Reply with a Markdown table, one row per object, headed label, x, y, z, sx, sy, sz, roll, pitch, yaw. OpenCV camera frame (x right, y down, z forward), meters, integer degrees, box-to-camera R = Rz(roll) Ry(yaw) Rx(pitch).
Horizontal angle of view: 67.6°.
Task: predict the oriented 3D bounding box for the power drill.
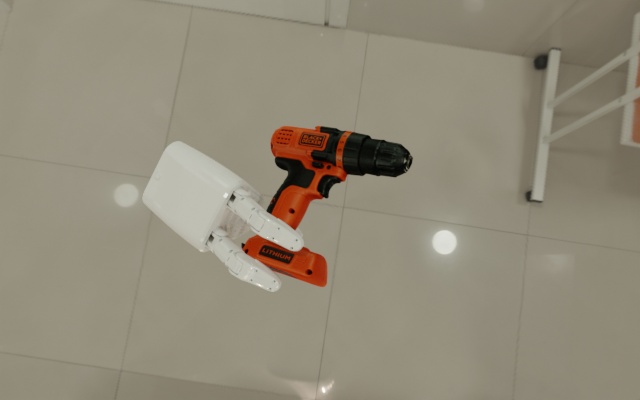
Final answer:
| label | x | y | z | sx | sy | sz | roll | pitch | yaw |
| --- | --- | --- | --- | --- | --- | --- | --- | --- | --- |
| power drill | 0.000 | 0.002 | 0.565 | 0.184 | 0.187 | 0.057 | 12 | -18 | 29 |
